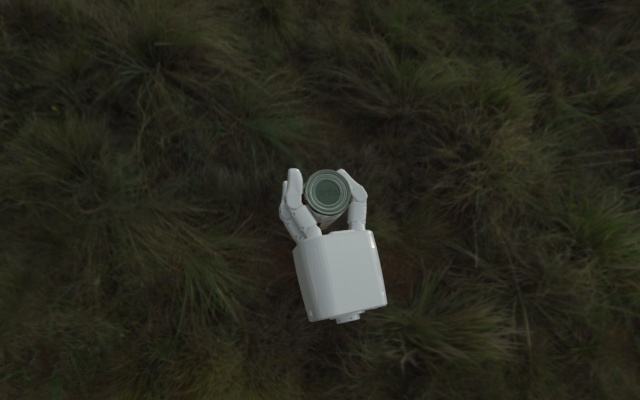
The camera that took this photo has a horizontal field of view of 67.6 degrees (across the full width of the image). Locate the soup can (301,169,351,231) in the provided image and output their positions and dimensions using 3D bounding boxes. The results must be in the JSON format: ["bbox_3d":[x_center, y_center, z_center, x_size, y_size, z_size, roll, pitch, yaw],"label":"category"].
[{"bbox_3d":[0.000,0.002,0.693,0.068,0.068,0.102,0,-16,-12],"label":"soup can"}]
